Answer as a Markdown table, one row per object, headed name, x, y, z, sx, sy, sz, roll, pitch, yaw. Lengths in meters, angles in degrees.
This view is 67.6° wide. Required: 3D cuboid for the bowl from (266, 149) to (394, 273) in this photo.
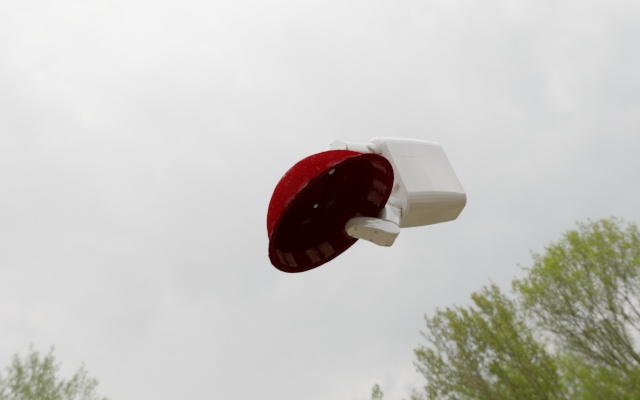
| name | x | y | z | sx | sy | sz | roll | pitch | yaw |
| --- | --- | --- | --- | --- | --- | --- | --- | --- | --- |
| bowl | -0.001 | 0.001 | 0.507 | 0.162 | 0.162 | 0.055 | 0 | 39 | -49 |
